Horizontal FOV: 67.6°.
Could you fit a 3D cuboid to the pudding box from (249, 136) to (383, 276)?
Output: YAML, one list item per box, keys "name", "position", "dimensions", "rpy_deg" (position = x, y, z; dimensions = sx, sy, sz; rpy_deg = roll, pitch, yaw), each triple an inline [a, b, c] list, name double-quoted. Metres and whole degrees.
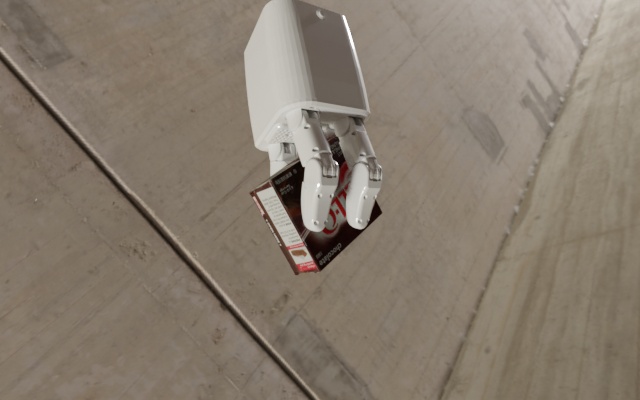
- name: "pudding box"
  position: [0.000, 0.001, 0.442]
  dimensions: [0.039, 0.090, 0.113]
  rpy_deg: [-18, 14, 47]
